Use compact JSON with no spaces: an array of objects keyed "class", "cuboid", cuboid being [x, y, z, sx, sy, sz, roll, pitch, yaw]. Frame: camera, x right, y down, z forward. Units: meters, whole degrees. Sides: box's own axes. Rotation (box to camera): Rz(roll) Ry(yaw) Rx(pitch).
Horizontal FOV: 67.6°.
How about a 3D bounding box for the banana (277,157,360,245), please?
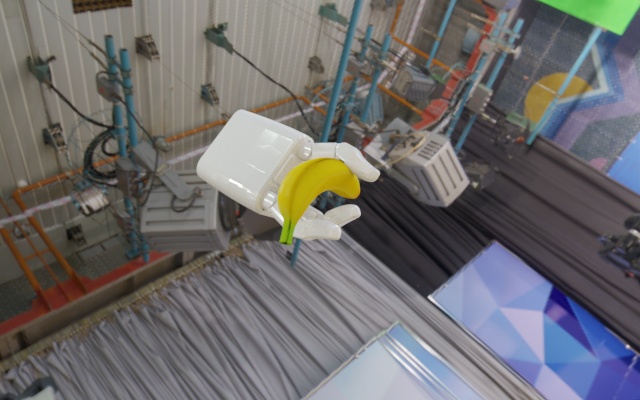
[{"class":"banana","cuboid":[0.001,-0.015,0.531,0.037,0.070,0.197,14,20,23]}]
